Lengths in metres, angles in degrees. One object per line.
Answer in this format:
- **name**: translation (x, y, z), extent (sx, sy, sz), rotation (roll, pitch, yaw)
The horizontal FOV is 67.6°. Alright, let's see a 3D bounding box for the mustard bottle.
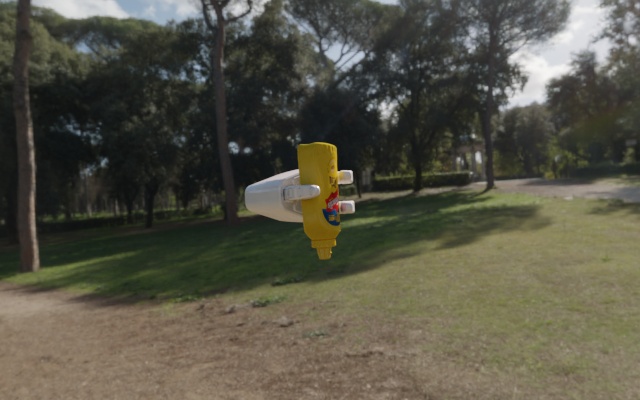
- **mustard bottle**: translation (0.000, 0.002, 0.803), extent (0.058, 0.191, 0.096), rotation (-4, -1, 20)
